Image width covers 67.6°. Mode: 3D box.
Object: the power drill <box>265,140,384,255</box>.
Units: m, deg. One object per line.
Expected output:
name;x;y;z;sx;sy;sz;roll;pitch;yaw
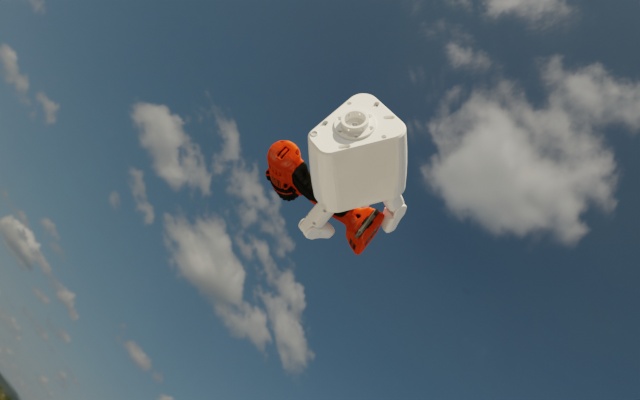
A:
power drill;0.001;0.003;0.717;0.187;0.057;0.184;36;-12;9
